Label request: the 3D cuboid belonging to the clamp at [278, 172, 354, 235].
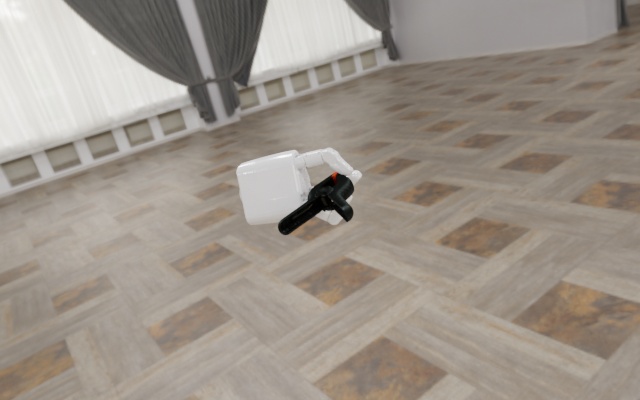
[{"bbox_3d":[0.000,0.002,0.760,0.120,0.039,0.171,-11,20,13],"label":"clamp"}]
